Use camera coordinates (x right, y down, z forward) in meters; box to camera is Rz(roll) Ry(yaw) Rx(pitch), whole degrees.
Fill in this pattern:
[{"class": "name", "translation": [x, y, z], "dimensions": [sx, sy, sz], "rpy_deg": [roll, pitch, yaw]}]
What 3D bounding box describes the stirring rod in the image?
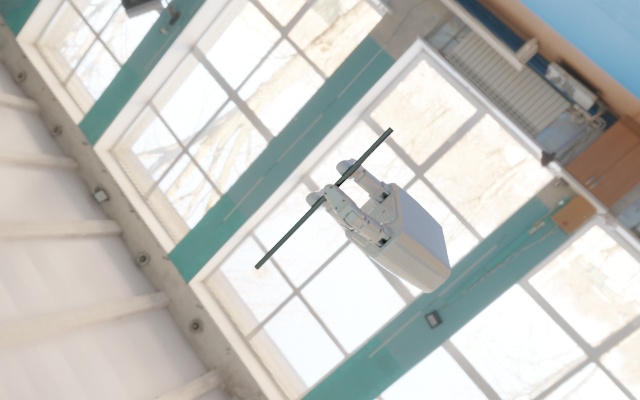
[{"class": "stirring rod", "translation": [0.000, 0.002, 0.572], "dimensions": [0.239, 0.011, 0.011], "rpy_deg": [-46, -15, 15]}]
